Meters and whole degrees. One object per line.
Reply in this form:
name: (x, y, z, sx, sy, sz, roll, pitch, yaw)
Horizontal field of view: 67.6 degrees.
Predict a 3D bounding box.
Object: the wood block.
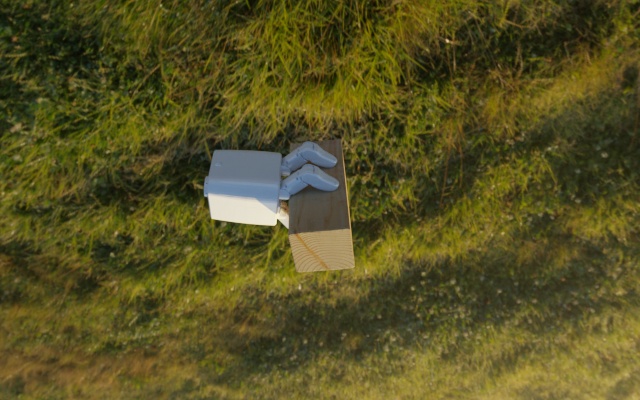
wood block: (0.000, 0.003, 0.760, 0.090, 0.091, 0.206, -5, 44, 3)
